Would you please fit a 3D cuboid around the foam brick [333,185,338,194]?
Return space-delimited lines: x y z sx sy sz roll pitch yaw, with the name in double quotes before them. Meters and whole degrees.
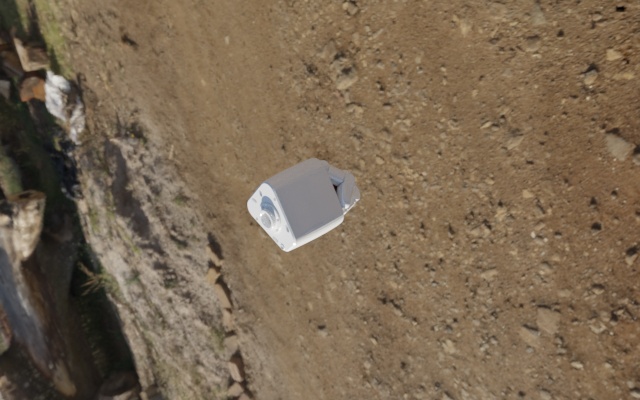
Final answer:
"foam brick" 0.000 0.003 0.830 0.051 0.053 0.078 -30 -8 -39
